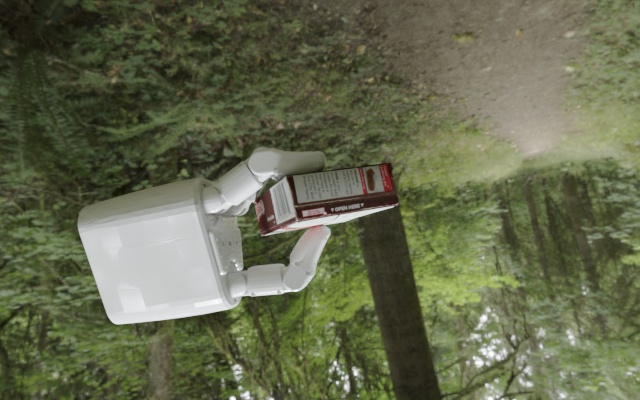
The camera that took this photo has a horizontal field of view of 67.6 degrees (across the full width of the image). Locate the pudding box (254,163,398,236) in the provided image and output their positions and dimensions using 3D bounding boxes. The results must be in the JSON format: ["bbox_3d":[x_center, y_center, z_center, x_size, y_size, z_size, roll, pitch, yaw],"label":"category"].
[{"bbox_3d":[0.000,0.002,0.409,0.090,0.039,0.113,-9,-5,-21],"label":"pudding box"}]
